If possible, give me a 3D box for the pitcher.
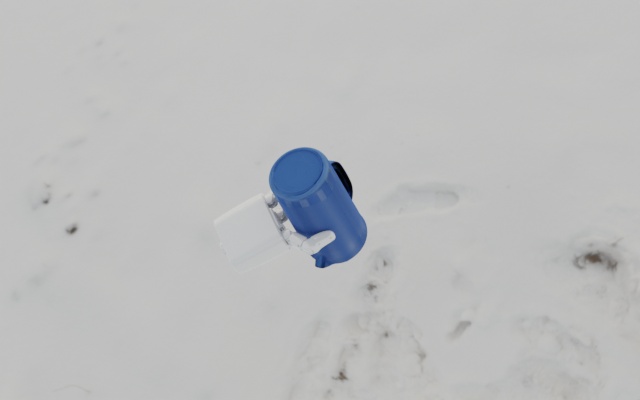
[{"bbox_3d":[0.000,0.003,0.888,0.145,0.149,0.243,-28,-36,1],"label":"pitcher"}]
